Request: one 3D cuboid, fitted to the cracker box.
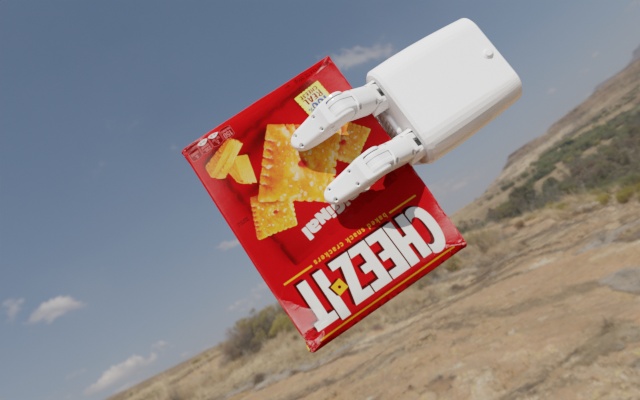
[{"bbox_3d":[0.000,0.001,0.439,0.164,0.213,0.072,-34,-10,-7],"label":"cracker box"}]
